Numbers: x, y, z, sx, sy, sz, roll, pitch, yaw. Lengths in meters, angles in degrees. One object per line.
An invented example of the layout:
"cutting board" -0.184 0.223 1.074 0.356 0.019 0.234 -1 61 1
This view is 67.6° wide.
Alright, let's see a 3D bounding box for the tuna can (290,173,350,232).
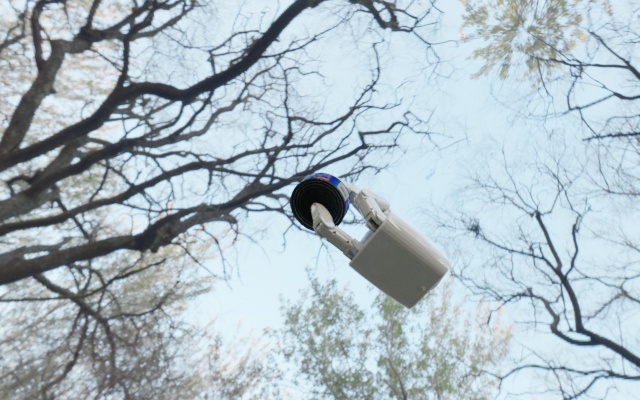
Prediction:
"tuna can" 0.000 0.002 0.712 0.086 0.086 0.033 0 22 19
